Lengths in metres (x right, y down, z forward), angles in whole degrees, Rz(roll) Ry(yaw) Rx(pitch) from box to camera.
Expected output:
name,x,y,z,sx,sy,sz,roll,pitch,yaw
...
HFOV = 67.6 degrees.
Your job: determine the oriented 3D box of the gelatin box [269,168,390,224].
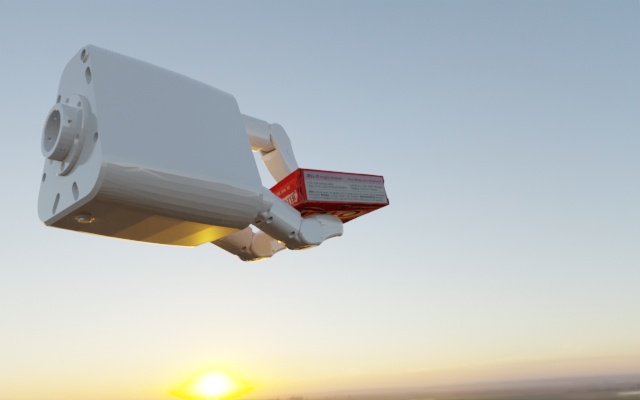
name,x,y,z,sx,sy,sz,roll,pitch,yaw
gelatin box,0.000,0.001,0.401,0.089,0.030,0.073,1,-18,-36
